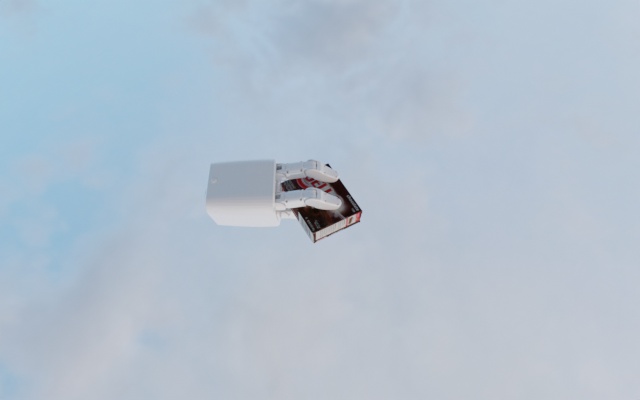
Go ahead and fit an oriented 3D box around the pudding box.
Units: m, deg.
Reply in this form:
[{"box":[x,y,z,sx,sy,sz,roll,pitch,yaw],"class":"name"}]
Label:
[{"box":[0.000,0.003,0.767,0.090,0.113,0.039,-24,-29,-16],"class":"pudding box"}]
